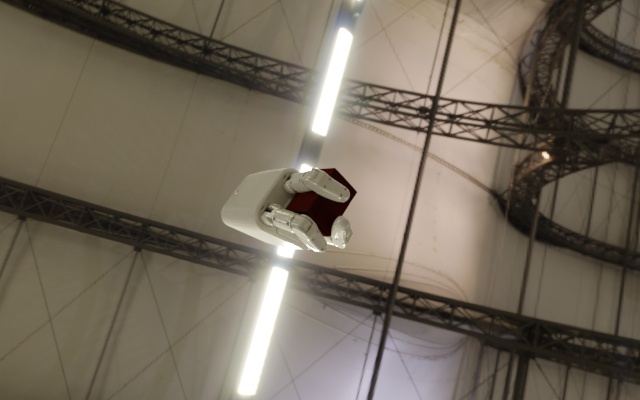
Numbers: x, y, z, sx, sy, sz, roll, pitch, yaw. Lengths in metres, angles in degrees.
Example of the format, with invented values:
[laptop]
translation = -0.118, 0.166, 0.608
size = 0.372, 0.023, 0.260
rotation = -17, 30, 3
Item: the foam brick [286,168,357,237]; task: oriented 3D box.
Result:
[foam brick]
translation = 0.000, 0.002, 0.636
size = 0.051, 0.078, 0.053
rotation = -1, -41, 51
